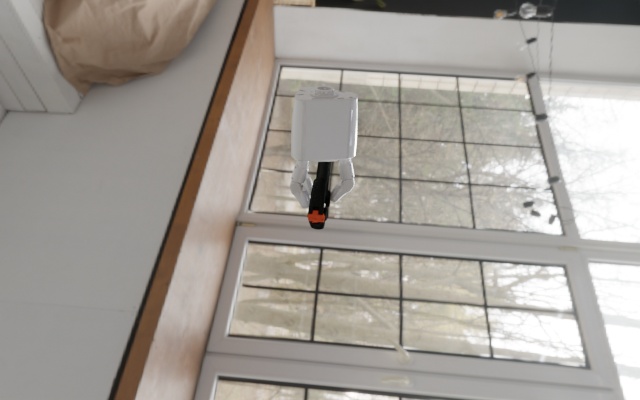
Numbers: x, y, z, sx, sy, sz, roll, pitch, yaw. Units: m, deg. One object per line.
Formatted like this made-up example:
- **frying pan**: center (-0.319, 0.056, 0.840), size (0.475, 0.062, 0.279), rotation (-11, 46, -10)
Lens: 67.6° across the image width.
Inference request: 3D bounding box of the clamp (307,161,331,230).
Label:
- **clamp**: center (0.001, 0.003, 0.888), size (0.036, 0.165, 0.210), rotation (4, 27, 4)
